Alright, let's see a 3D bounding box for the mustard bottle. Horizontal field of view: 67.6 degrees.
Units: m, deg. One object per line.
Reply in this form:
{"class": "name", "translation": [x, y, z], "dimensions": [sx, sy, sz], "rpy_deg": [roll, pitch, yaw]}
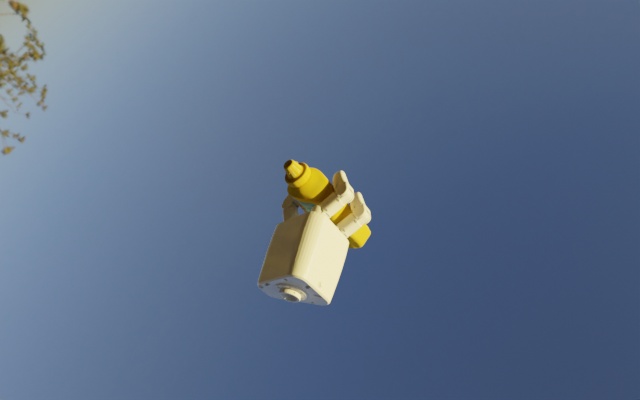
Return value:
{"class": "mustard bottle", "translation": [0.000, 0.002, 0.768], "dimensions": [0.096, 0.058, 0.192], "rpy_deg": [21, -21, 47]}
